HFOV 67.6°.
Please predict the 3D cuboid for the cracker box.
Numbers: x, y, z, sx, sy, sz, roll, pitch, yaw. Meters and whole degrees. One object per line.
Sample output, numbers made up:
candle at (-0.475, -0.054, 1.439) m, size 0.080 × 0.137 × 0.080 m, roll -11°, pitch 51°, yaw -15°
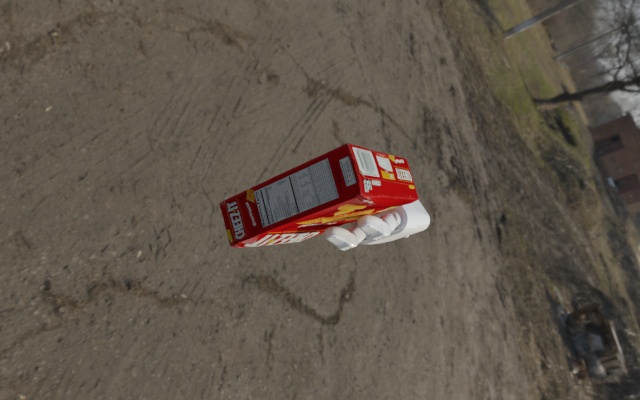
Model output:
cracker box at (0.000, 0.002, 0.646) m, size 0.214 × 0.072 × 0.164 m, roll -23°, pitch -14°, yaw 31°
